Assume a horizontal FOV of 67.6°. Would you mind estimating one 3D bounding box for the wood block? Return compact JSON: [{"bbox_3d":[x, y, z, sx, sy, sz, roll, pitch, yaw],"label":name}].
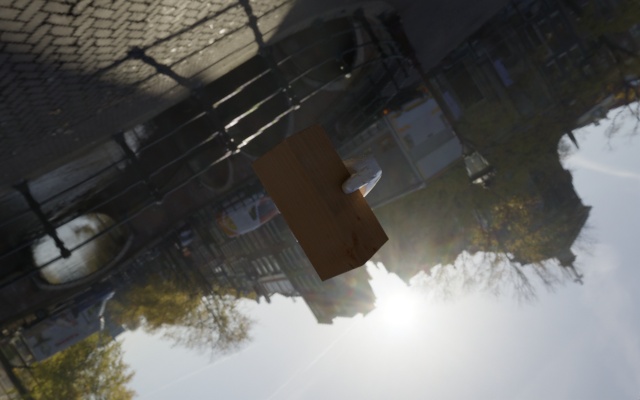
[{"bbox_3d":[0.001,0.002,0.715,0.091,0.206,0.090,-29,4,40],"label":"wood block"}]
